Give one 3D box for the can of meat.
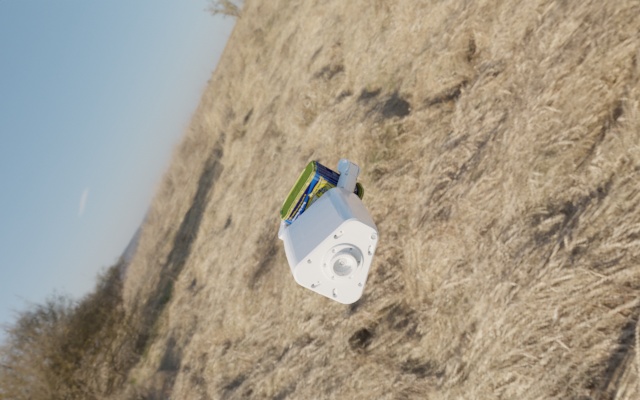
[{"bbox_3d":[0.000,0.002,0.698,0.084,0.102,0.057,27,17,-18],"label":"can of meat"}]
